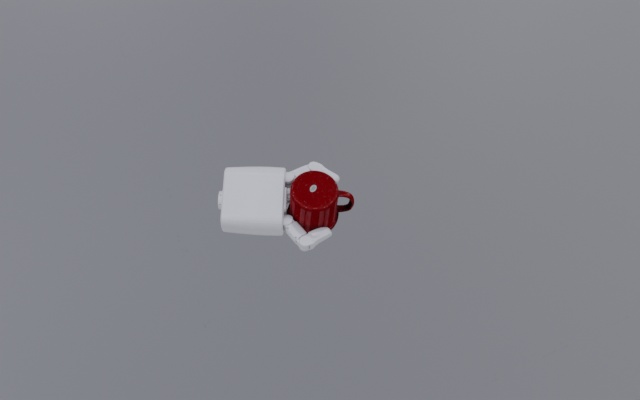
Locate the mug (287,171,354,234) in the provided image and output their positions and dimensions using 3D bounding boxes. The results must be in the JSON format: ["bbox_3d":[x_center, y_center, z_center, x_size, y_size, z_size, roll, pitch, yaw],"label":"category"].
[{"bbox_3d":[0.002,0.003,0.823,0.117,0.093,0.082,1,-32,-3],"label":"mug"}]
